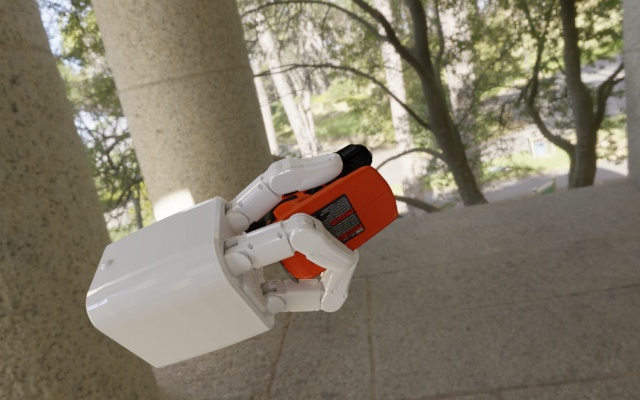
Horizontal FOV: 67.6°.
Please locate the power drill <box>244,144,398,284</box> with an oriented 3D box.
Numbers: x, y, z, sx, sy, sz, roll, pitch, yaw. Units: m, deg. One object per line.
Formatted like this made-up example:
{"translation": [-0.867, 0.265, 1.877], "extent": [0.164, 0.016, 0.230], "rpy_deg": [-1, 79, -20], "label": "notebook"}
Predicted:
{"translation": [0.000, 0.002, 0.460], "extent": [0.184, 0.057, 0.187], "rpy_deg": [-35, 13, -11], "label": "power drill"}
